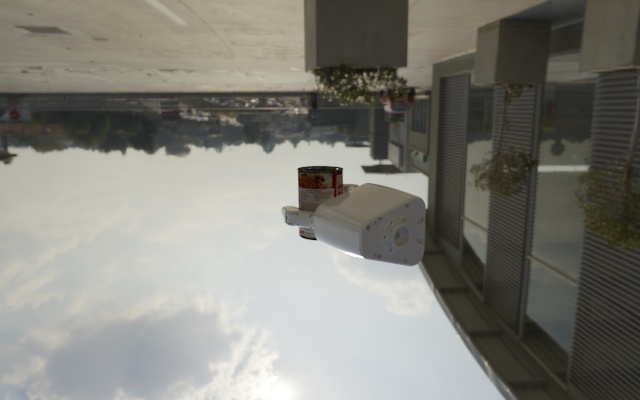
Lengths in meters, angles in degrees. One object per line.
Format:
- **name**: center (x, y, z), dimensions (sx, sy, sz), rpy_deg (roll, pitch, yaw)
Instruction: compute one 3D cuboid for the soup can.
- **soup can**: center (0.000, 0.003, 0.711), dimensions (0.068, 0.102, 0.068), rpy_deg (0, 11, 0)
